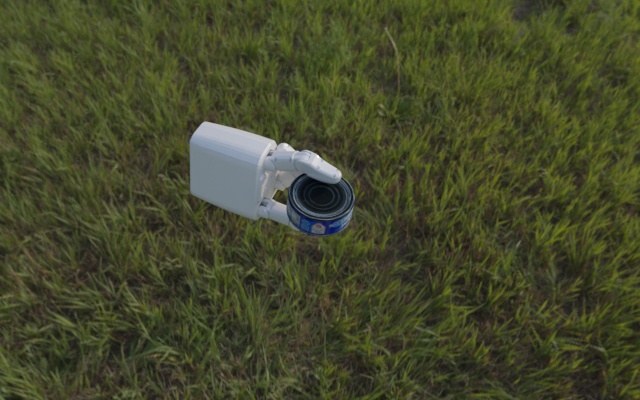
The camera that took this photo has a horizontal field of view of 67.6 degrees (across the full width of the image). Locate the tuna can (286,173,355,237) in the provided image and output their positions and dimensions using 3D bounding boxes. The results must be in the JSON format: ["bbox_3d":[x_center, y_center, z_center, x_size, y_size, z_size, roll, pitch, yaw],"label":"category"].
[{"bbox_3d":[0.000,0.002,0.608,0.086,0.086,0.034,0,-39,-8],"label":"tuna can"}]
